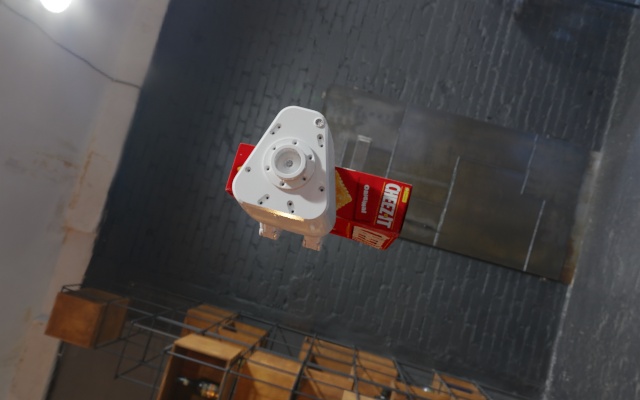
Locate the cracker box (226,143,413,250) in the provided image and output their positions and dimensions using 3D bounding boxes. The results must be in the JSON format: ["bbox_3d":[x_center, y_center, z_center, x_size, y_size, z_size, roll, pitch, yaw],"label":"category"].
[{"bbox_3d":[0.000,0.002,0.636,0.213,0.072,0.164,15,-10,5],"label":"cracker box"}]
